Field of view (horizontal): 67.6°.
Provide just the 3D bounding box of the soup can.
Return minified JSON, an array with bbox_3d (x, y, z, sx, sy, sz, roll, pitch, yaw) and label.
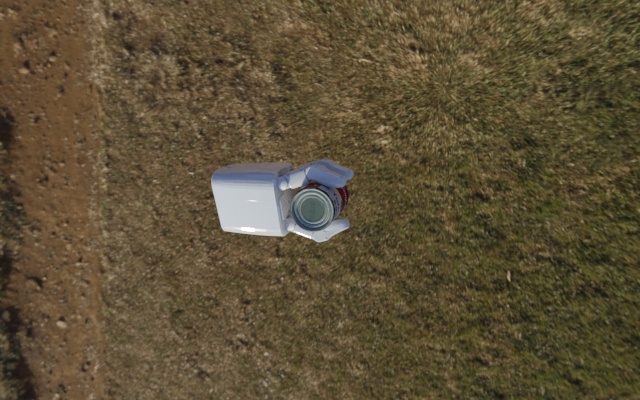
[{"bbox_3d":[0.001,0.003,0.723,0.068,0.068,0.102,0,13,15],"label":"soup can"}]
